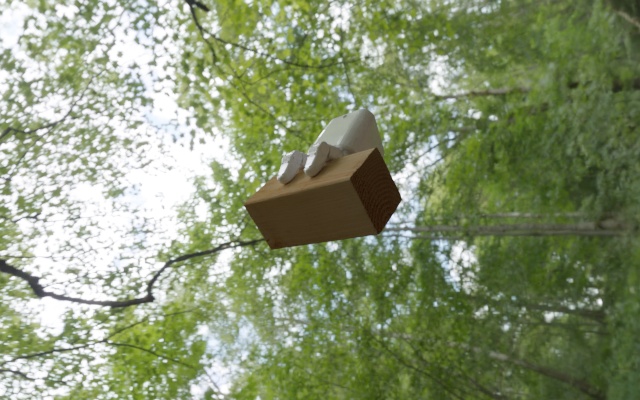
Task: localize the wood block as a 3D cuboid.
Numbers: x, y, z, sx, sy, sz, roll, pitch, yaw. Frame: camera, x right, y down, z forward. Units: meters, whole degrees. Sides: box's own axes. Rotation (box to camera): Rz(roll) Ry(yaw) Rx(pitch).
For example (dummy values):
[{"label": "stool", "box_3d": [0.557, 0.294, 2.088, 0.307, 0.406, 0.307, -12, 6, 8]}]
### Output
[{"label": "wood block", "box_3d": [0.000, 0.002, 0.703, 0.206, 0.091, 0.090, -13, 26, 40]}]
